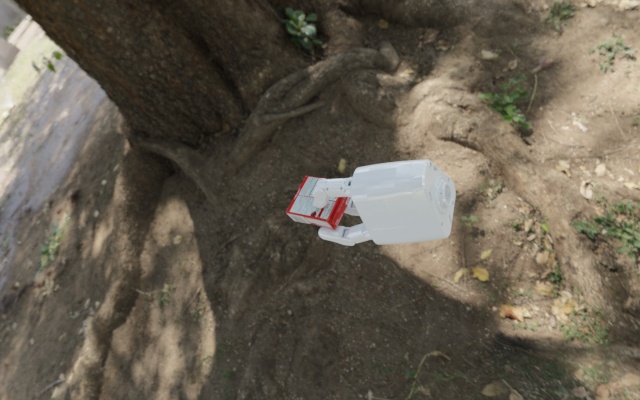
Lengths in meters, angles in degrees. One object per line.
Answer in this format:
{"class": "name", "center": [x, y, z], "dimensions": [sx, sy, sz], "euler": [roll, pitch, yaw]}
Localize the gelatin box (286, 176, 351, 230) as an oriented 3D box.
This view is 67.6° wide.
{"class": "gelatin box", "center": [0.000, 0.002, 0.747], "dimensions": [0.089, 0.073, 0.030], "euler": [10, -26, 39]}
